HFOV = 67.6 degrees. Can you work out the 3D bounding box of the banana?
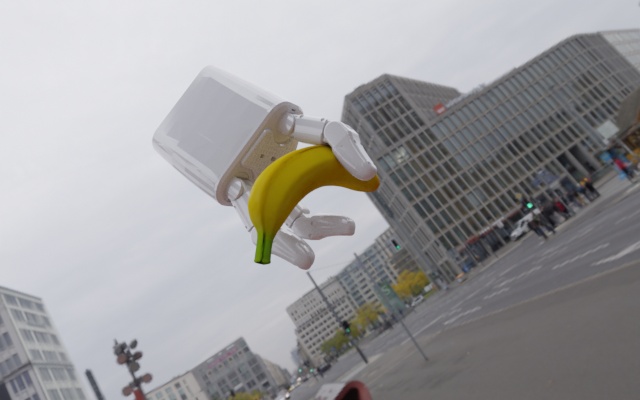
[{"bbox_3d":[-0.003,-0.015,0.419,0.037,0.070,0.197,8,23,33],"label":"banana"}]
